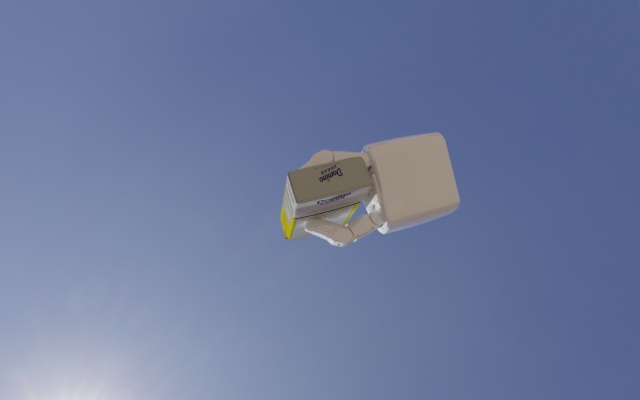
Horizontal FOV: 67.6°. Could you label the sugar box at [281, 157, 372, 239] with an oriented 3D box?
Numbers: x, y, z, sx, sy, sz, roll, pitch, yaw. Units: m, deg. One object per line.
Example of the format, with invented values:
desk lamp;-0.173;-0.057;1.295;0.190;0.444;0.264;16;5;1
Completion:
sugar box;0.000;0.002;0.617;0.093;0.048;0.176;-14;-18;-13
